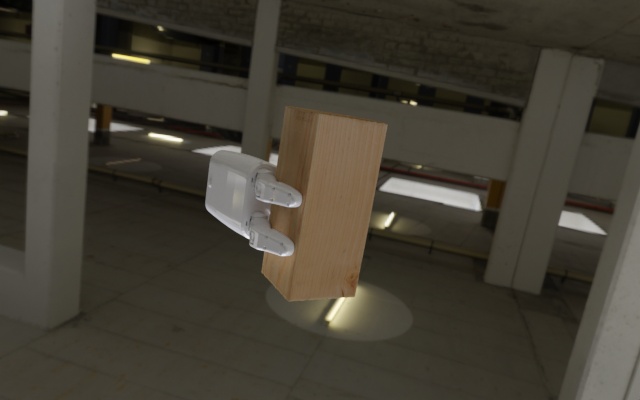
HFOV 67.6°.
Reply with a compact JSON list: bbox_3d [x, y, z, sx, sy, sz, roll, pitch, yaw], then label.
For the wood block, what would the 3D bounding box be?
[{"bbox_3d":[0.000,0.002,0.559,0.091,0.206,0.090,2,14,-29],"label":"wood block"}]
